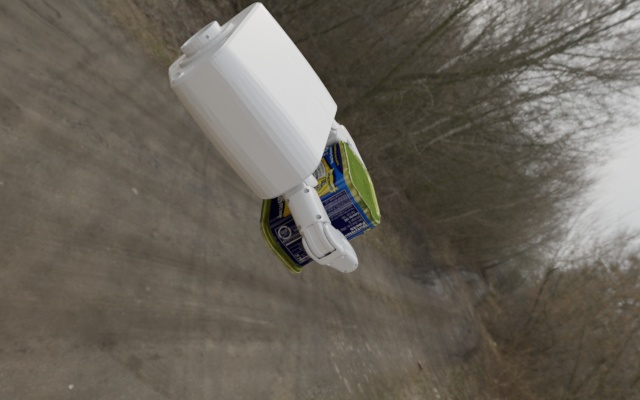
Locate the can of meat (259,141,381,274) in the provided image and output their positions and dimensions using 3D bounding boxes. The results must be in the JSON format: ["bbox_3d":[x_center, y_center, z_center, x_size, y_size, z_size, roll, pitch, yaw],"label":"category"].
[{"bbox_3d":[0.000,0.001,0.410,0.084,0.057,0.102,-30,27,15],"label":"can of meat"}]
